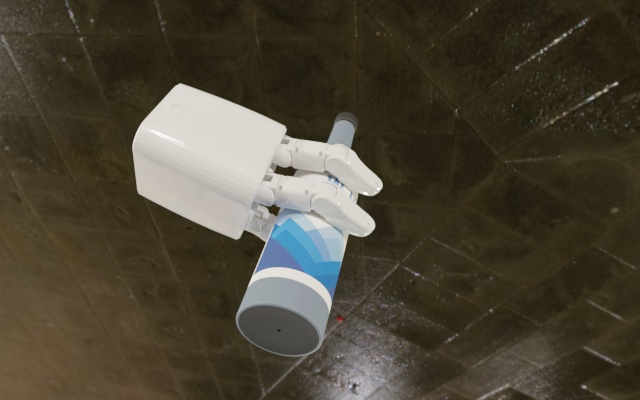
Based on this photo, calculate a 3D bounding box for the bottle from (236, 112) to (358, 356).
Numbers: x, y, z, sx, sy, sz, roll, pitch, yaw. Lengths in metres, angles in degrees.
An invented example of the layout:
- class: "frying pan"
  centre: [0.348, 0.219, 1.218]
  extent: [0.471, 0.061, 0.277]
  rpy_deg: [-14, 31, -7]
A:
- class: "bottle"
  centre: [0.000, 0.002, 0.459]
  extent: [0.069, 0.069, 0.295]
  rpy_deg: [0, 40, 16]
